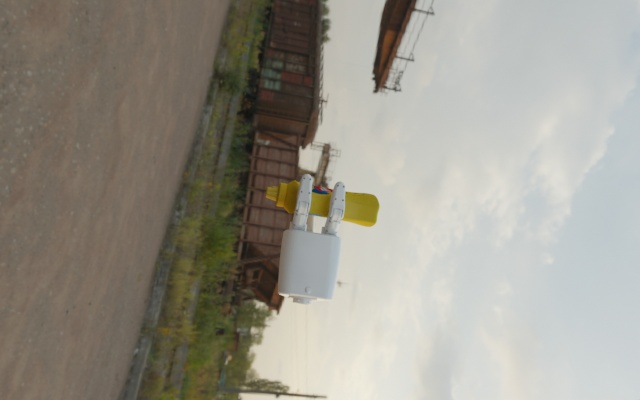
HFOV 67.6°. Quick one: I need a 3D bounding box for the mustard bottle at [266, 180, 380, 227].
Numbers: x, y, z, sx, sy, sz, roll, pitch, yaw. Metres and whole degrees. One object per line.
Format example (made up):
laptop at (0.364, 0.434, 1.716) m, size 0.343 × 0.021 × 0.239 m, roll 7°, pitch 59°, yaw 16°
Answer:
mustard bottle at (0.000, 0.002, 0.832) m, size 0.191 × 0.058 × 0.096 m, roll 10°, pitch 8°, yaw -9°
